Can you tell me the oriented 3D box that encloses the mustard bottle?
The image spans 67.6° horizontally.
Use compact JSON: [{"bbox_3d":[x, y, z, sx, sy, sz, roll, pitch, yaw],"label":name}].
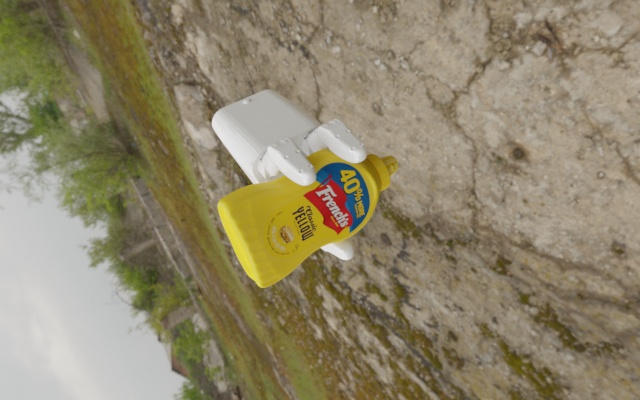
[{"bbox_3d":[0.000,0.002,0.484,0.191,0.096,0.058,-29,24,-21],"label":"mustard bottle"}]
